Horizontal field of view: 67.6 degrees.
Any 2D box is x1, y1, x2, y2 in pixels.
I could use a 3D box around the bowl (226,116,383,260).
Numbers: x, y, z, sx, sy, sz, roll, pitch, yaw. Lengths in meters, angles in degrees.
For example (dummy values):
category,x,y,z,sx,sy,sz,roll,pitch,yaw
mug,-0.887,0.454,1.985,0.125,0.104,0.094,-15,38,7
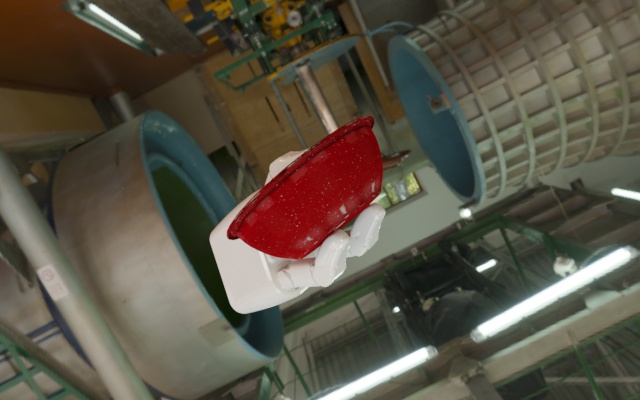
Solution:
category,x,y,z,sx,sy,sz,roll,pitch,yaw
bowl,0.001,0.001,0.410,0.162,0.055,0.162,-39,-7,-5
